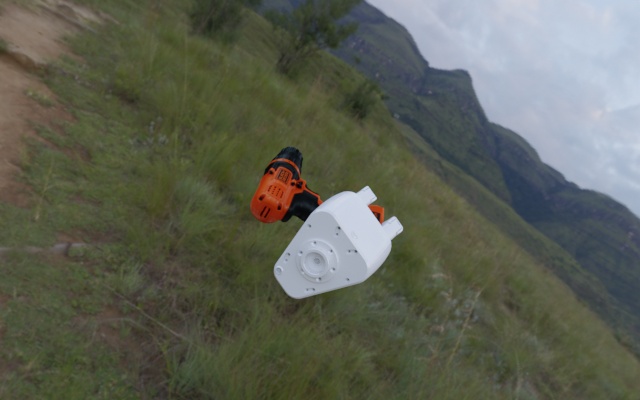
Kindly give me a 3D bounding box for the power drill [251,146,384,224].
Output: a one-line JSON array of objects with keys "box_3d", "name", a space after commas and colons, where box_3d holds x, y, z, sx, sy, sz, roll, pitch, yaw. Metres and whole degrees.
[{"box_3d": [0.000, 0.003, 0.702, 0.187, 0.057, 0.184, 27, 32, -6], "name": "power drill"}]
